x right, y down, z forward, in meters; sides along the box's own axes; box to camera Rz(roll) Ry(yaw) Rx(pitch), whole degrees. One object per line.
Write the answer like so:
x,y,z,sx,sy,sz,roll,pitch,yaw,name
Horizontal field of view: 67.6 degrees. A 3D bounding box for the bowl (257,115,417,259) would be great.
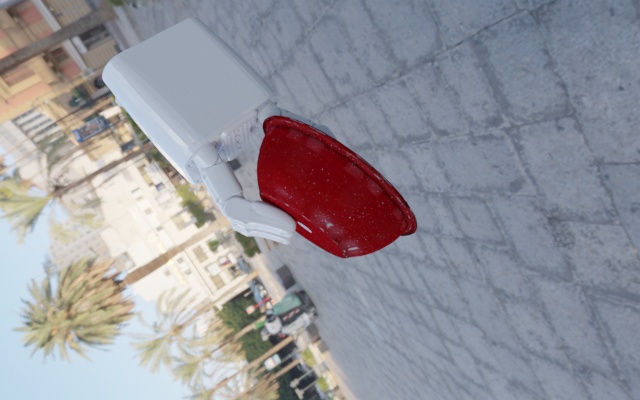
0.001,0.002,0.410,0.162,0.055,0.162,34,-13,9,bowl
